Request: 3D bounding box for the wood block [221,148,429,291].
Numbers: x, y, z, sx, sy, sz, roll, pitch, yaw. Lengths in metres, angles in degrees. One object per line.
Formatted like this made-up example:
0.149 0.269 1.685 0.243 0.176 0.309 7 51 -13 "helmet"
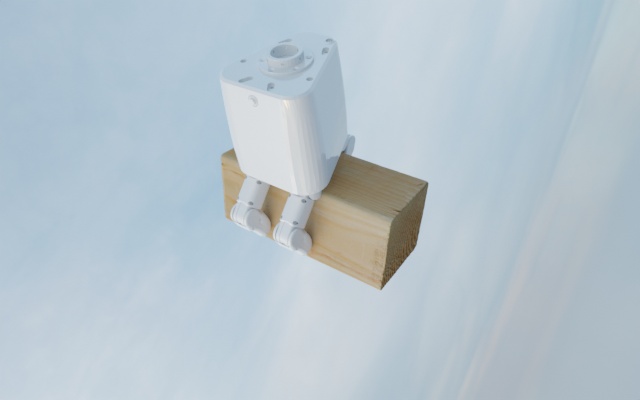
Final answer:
0.000 0.001 0.525 0.206 0.090 0.090 22 39 26 "wood block"
